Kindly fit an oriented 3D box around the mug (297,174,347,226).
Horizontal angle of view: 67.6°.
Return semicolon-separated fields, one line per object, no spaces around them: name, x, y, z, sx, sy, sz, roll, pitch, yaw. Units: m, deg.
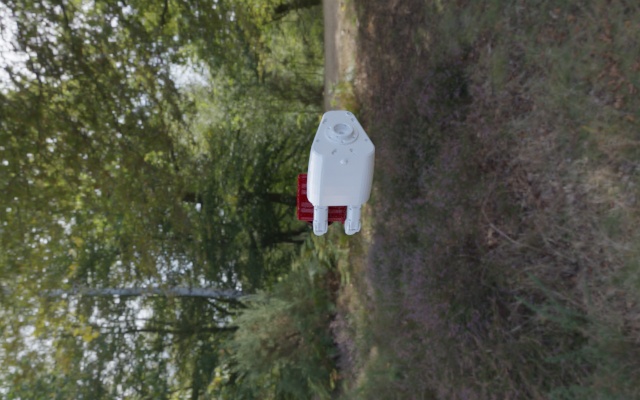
mug;0.000;0.004;0.836;0.081;0.093;0.117;1;-43;-3
